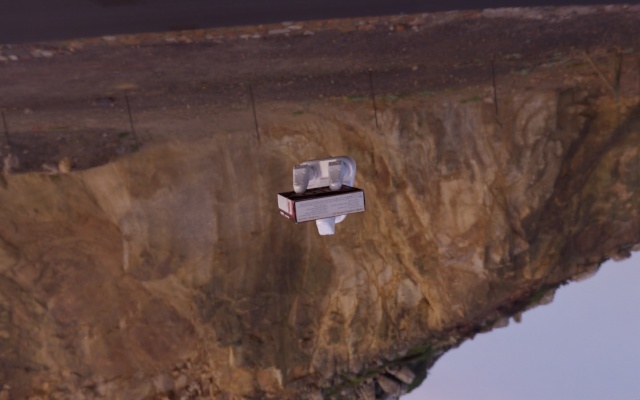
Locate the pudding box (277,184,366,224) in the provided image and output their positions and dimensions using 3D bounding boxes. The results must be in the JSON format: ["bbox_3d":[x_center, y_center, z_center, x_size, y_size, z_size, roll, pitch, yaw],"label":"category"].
[{"bbox_3d":[0.000,0.003,0.725,0.113,0.039,0.090,-11,10,-18],"label":"pudding box"}]
